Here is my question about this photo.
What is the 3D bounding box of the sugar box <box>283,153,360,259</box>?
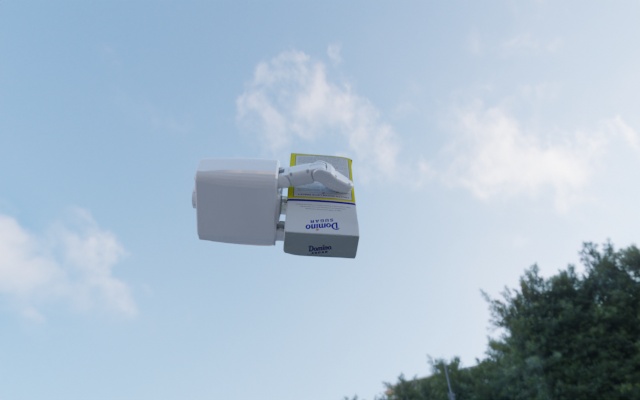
[{"bbox_3d":[0.000,0.002,0.648,0.093,0.048,0.176,4,40,-3],"label":"sugar box"}]
